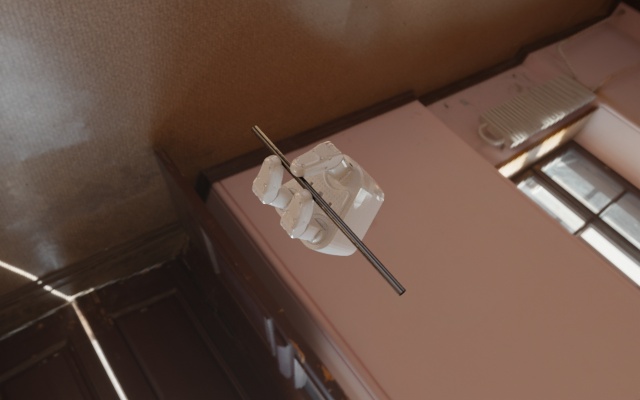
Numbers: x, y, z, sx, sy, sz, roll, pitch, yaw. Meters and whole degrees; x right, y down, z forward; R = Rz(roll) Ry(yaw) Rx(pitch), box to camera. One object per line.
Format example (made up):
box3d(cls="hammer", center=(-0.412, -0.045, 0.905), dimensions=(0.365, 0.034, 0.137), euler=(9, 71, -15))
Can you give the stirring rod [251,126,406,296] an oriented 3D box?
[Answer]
box3d(cls="stirring rod", center=(0.000, 0.001, 0.476), dimensions=(0.239, 0.011, 0.011), euler=(48, 25, 25))
